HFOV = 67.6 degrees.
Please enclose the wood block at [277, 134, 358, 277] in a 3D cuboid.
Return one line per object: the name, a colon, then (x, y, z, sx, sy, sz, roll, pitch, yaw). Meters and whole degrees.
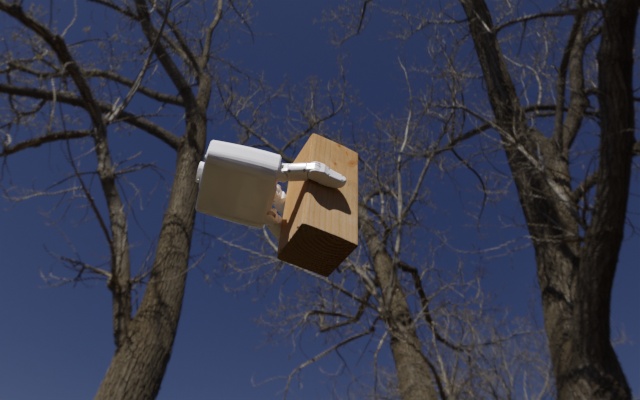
wood block: (0.000, 0.002, 0.752, 0.090, 0.206, 0.091, 23, -48, -17)
